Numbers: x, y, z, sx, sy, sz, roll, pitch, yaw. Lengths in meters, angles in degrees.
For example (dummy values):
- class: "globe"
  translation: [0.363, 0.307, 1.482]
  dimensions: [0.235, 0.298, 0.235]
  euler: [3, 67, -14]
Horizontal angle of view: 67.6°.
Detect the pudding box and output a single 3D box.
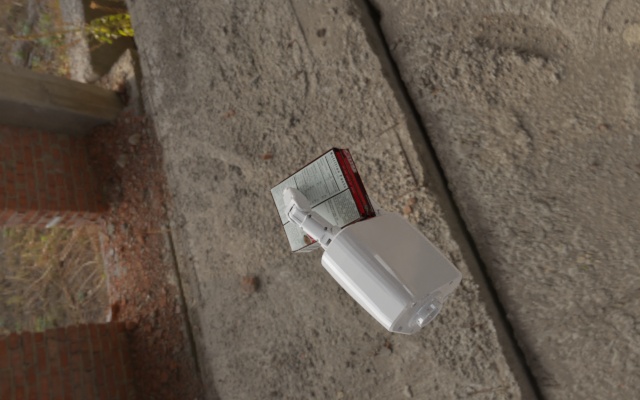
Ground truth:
- class: "pudding box"
  translation: [0.000, 0.002, 0.567]
  dimensions: [0.113, 0.090, 0.039]
  euler: [-29, -16, 31]
